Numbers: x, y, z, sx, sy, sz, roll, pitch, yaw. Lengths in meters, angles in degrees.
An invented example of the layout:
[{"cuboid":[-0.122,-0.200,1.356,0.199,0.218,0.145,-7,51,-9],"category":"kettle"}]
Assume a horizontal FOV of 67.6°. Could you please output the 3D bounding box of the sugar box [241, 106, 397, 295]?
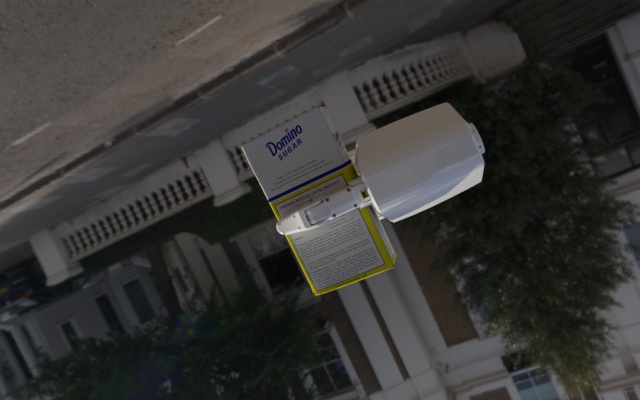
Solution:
[{"cuboid":[0.000,0.002,0.494,0.093,0.176,0.048,-24,3,16],"category":"sugar box"}]
